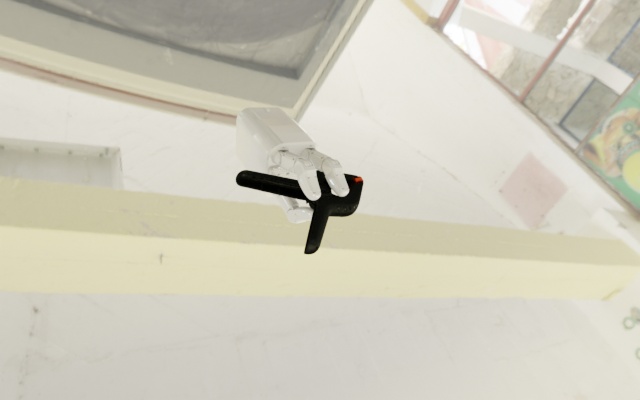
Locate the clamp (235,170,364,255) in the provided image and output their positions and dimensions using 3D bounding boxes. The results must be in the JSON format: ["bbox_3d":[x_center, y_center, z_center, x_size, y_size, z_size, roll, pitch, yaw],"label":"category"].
[{"bbox_3d":[0.000,0.003,0.707,0.210,0.036,0.164,-10,49,-42],"label":"clamp"}]
